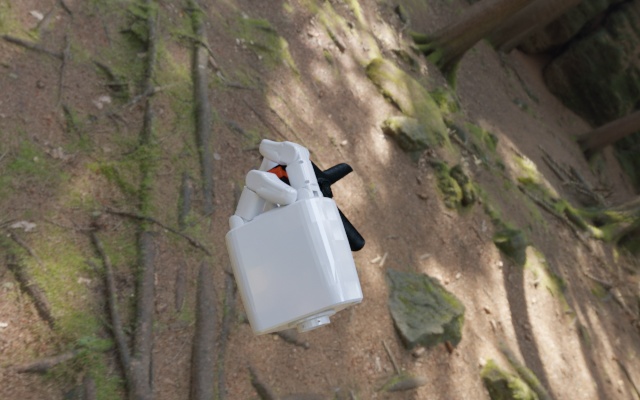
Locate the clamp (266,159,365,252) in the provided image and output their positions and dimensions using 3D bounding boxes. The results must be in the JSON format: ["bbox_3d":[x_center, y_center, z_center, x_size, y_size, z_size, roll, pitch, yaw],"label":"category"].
[{"bbox_3d":[0.000,0.001,0.566,0.039,0.120,0.171,-29,-20,32],"label":"clamp"}]
